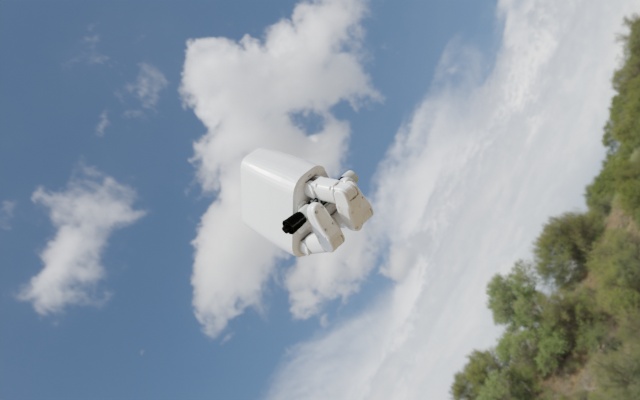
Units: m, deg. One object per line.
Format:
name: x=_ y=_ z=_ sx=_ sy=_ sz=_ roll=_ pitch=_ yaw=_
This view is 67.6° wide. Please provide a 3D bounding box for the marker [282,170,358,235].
marker: x=0.000 y=0.002 z=0.561 sx=0.121 sy=0.020 sz=0.020 roll=-38 pitch=23 yaw=-32
